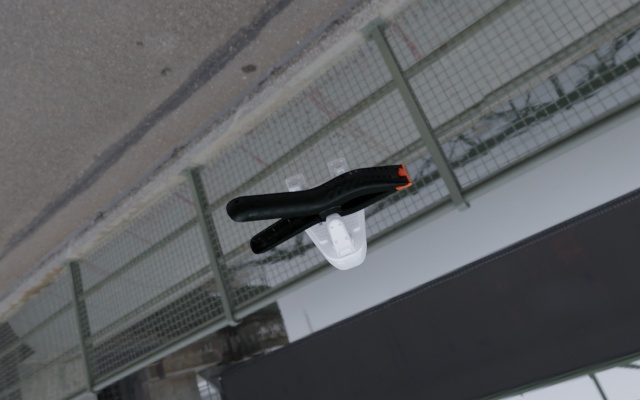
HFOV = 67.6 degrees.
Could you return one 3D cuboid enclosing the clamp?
[{"bbox_3d":[0.001,0.002,0.534,0.210,0.036,0.164,-21,-17,1],"label":"clamp"}]
